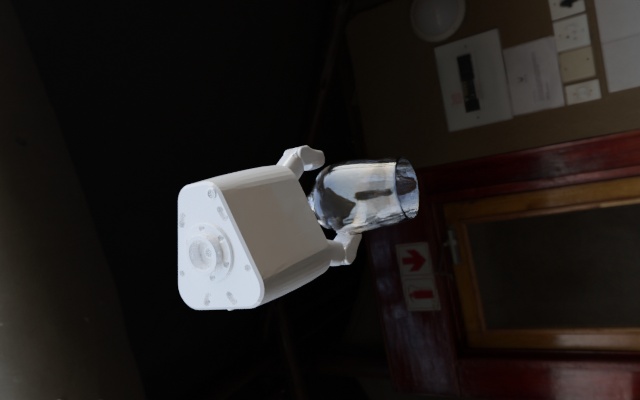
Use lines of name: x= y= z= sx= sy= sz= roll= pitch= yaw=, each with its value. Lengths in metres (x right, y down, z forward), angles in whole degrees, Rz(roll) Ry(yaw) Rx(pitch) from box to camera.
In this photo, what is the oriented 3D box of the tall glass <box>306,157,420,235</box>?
tall glass: x=0.000 y=0.002 z=0.510 sx=0.201 sy=0.079 sz=0.079 roll=-9 pitch=-5 yaw=31
